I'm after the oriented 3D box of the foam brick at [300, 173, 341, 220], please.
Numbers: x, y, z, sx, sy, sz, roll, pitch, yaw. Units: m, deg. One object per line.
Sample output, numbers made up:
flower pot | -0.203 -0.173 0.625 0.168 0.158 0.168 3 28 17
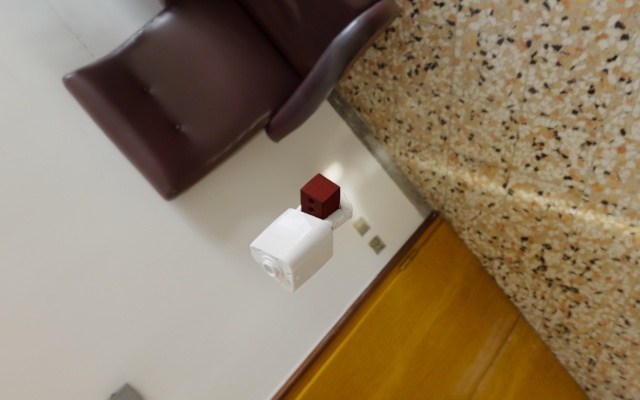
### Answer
foam brick | 0.000 0.002 0.852 0.053 0.078 0.051 32 56 26
